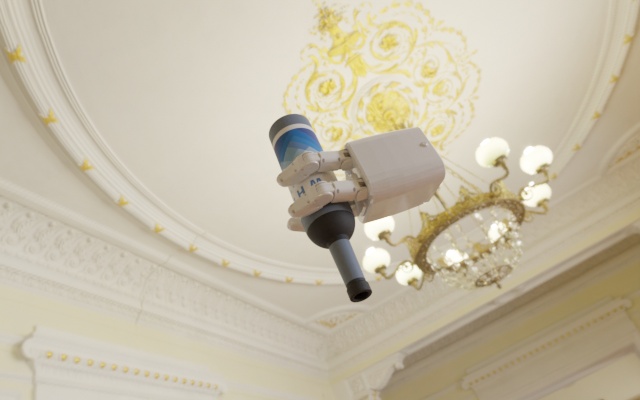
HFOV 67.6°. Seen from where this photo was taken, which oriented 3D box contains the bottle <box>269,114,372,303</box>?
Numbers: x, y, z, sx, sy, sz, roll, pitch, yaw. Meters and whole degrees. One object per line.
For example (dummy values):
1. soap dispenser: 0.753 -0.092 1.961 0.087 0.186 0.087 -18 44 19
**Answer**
1. bottle: 0.000 0.002 0.633 0.069 0.295 0.069 -14 -38 -12
